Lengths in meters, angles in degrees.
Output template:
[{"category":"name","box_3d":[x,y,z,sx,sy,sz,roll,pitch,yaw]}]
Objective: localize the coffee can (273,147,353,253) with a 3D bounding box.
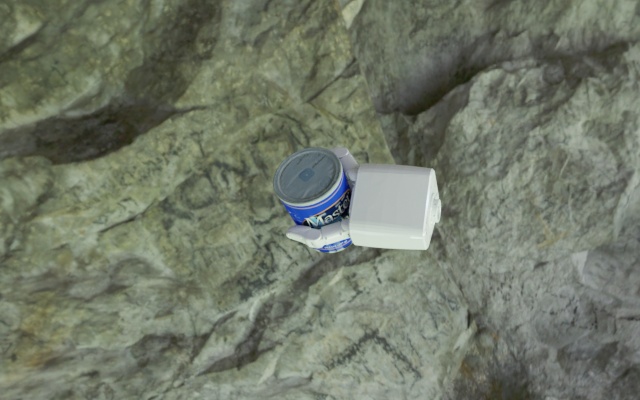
[{"category":"coffee can","box_3d":[0.000,0.002,0.731,0.103,0.102,0.140,0,-35,20]}]
